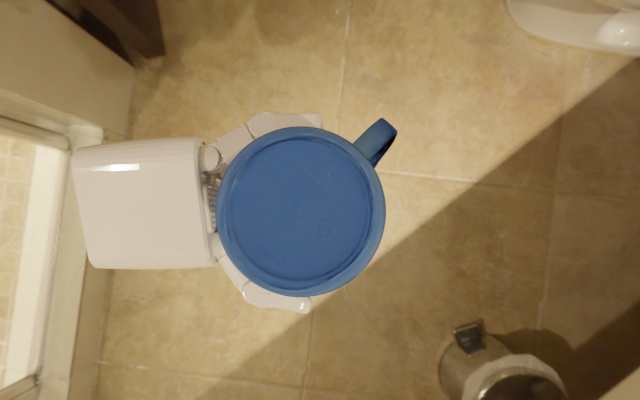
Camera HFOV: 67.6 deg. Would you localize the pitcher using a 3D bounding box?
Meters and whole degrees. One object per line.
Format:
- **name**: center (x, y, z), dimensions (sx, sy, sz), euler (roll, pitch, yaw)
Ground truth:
- **pitcher**: center (0.000, 0.001, 0.409), dimensions (0.145, 0.149, 0.243), euler (-2, -2, 3)
